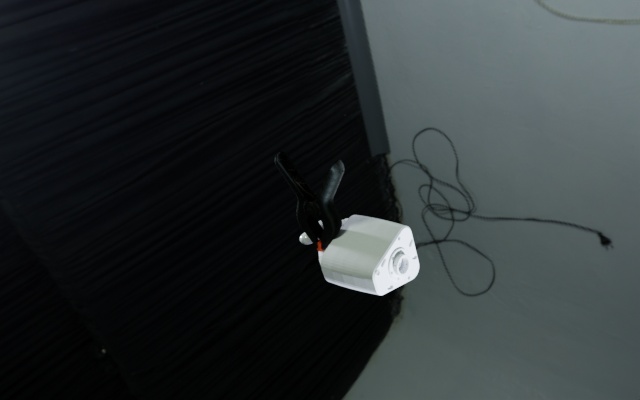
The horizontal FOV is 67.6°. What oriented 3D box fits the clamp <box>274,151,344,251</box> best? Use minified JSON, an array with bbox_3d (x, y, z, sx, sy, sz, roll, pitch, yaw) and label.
[{"bbox_3d":[0.000,0.003,0.728,0.120,0.171,0.039,7,36,43],"label":"clamp"}]
